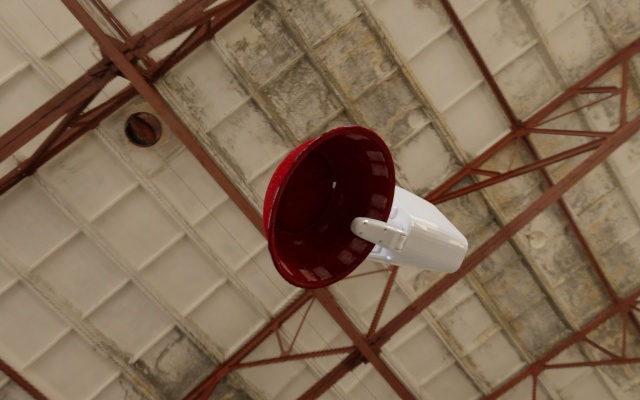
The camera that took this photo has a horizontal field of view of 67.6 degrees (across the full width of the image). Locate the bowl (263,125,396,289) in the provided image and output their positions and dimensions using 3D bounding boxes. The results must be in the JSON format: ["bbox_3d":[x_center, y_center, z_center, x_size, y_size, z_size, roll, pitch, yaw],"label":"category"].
[{"bbox_3d":[-0.001,0.001,0.462,0.162,0.162,0.055,0,19,-45],"label":"bowl"}]
